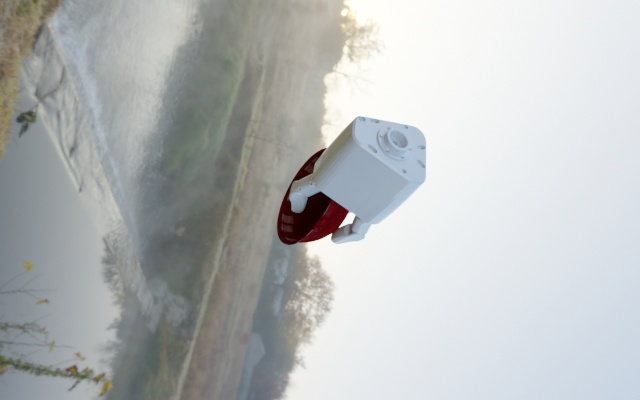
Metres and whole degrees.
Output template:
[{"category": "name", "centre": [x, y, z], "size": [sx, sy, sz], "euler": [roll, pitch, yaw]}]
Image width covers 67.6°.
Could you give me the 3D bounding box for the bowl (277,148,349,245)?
[{"category": "bowl", "centre": [0.000, 0.003, 0.727], "size": [0.055, 0.162, 0.162], "euler": [28, -13, -26]}]
